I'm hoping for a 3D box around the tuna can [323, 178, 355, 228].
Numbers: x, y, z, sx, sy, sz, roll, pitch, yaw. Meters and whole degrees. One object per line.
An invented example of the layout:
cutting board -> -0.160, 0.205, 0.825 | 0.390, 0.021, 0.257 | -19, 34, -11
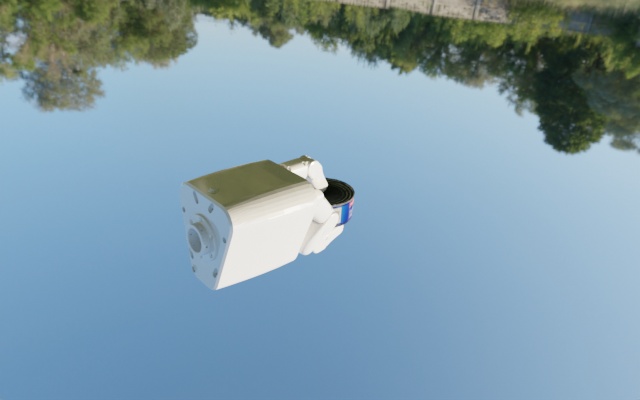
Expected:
tuna can -> 0.000, 0.003, 0.613 | 0.086, 0.034, 0.086 | 2, 26, -1
